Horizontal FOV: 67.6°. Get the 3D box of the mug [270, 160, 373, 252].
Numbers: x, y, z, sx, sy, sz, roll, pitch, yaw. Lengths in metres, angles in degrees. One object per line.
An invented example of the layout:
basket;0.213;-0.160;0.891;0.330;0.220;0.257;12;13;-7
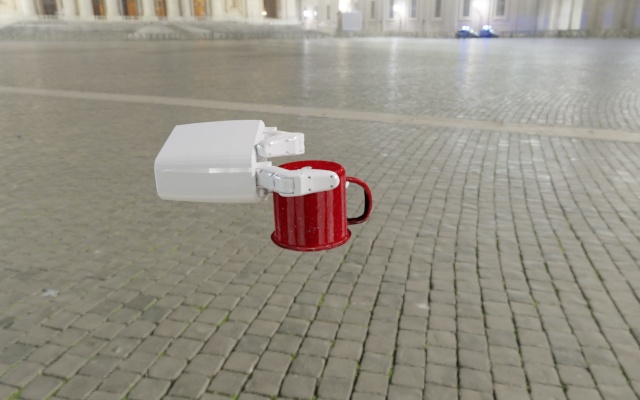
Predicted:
mug;0.002;0.002;0.536;0.117;0.081;0.093;-2;18;0
